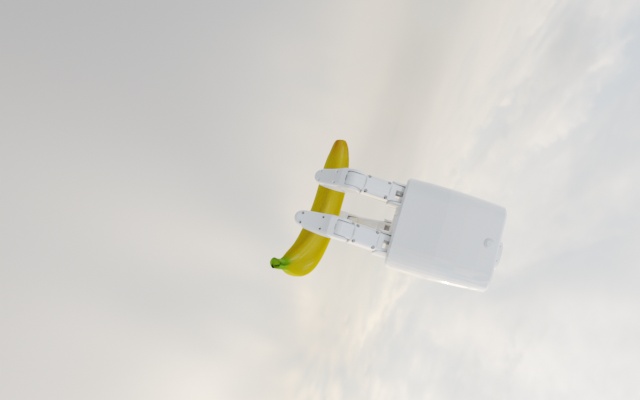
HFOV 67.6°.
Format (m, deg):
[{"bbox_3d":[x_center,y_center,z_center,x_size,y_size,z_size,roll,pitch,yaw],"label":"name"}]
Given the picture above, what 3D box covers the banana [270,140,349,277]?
[{"bbox_3d":[0.000,0.016,0.555,0.037,0.197,0.070,14,-37,15],"label":"banana"}]
